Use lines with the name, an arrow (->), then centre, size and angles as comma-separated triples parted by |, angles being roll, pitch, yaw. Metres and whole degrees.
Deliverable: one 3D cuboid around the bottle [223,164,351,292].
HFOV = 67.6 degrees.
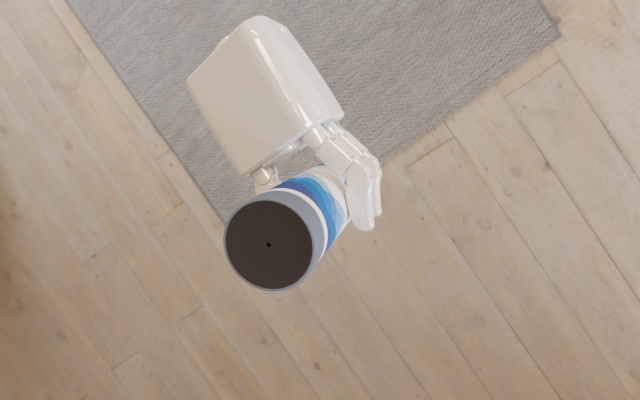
bottle -> 0.000, 0.002, 0.459 | 0.069, 0.069, 0.295 | 0, 11, 14
